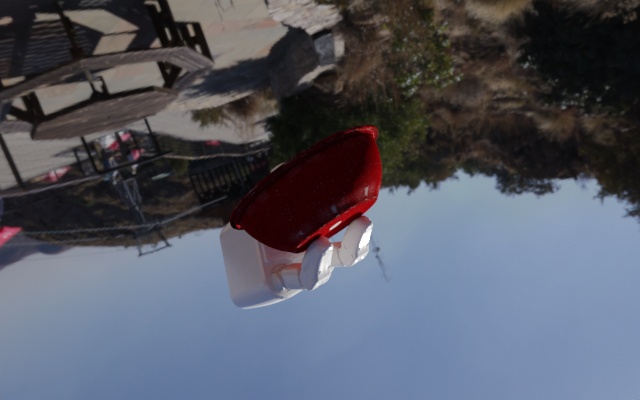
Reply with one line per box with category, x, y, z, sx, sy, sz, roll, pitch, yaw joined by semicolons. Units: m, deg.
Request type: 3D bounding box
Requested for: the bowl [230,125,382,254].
bowl;0.001;0.001;0.439;0.162;0.055;0.162;-32;-12;-7
